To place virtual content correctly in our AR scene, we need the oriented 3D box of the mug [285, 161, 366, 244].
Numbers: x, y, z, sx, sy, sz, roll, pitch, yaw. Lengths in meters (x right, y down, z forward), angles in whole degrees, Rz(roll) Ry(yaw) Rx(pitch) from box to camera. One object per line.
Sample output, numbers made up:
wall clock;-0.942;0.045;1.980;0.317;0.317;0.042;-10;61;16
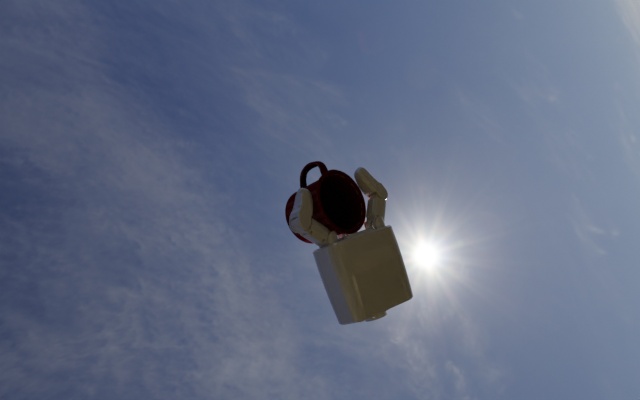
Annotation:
mug;-0.001;0.001;0.680;0.093;0.117;0.081;-12;-10;-46
